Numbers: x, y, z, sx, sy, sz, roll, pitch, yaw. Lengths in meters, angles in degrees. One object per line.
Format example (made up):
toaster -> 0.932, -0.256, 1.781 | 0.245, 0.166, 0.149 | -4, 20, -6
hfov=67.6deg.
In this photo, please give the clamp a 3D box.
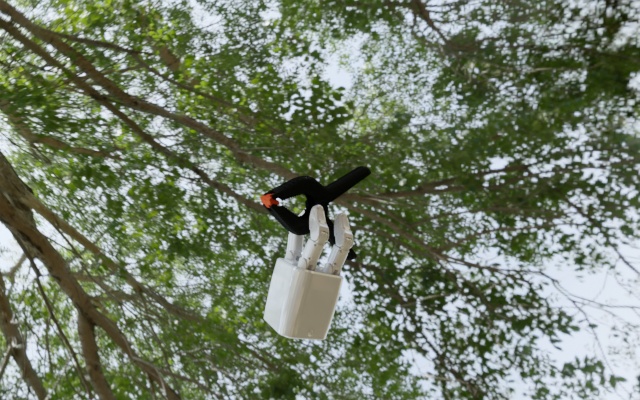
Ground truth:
clamp -> -0.001, 0.003, 0.779 | 0.210, 0.164, 0.036 | 18, -6, -39
